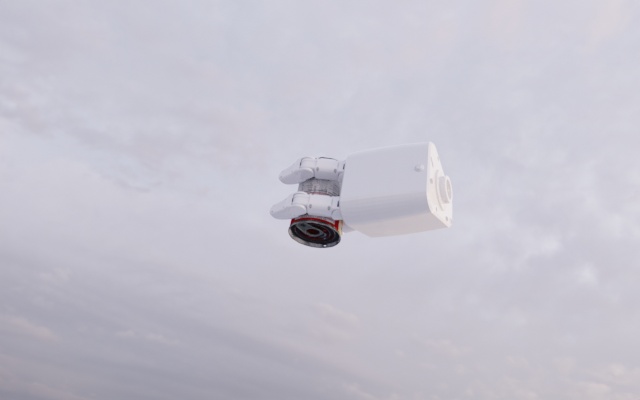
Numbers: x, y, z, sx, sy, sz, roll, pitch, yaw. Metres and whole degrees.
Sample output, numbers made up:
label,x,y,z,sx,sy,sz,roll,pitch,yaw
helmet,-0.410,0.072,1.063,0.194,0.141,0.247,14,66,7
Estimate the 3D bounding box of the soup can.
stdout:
label,x,y,z,sx,sy,sz,roll,pitch,yaw
soup can,0.000,0.002,0.628,0.068,0.102,0.068,8,-31,5
